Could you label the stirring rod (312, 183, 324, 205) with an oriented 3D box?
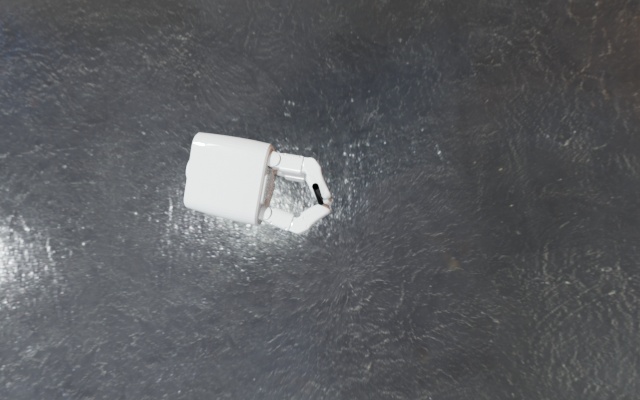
[{"bbox_3d":[0.000,0.002,0.651,0.011,0.011,0.239,0,-9,3],"label":"stirring rod"}]
